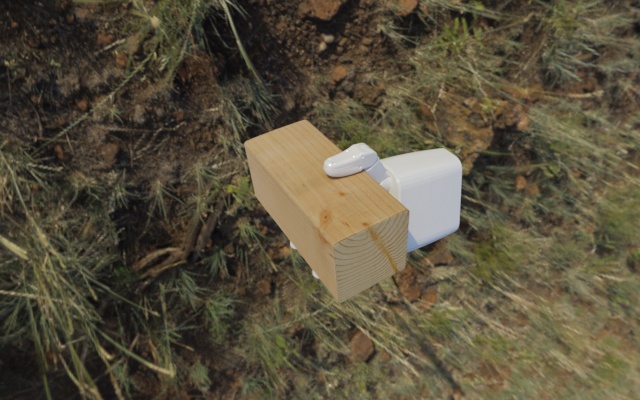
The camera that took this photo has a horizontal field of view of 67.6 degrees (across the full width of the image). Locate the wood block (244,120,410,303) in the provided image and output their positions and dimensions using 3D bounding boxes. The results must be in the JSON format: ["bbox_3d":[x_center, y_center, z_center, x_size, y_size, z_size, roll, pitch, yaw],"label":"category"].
[{"bbox_3d":[0.000,0.001,0.546,0.090,0.091,0.206,-24,44,-21],"label":"wood block"}]
